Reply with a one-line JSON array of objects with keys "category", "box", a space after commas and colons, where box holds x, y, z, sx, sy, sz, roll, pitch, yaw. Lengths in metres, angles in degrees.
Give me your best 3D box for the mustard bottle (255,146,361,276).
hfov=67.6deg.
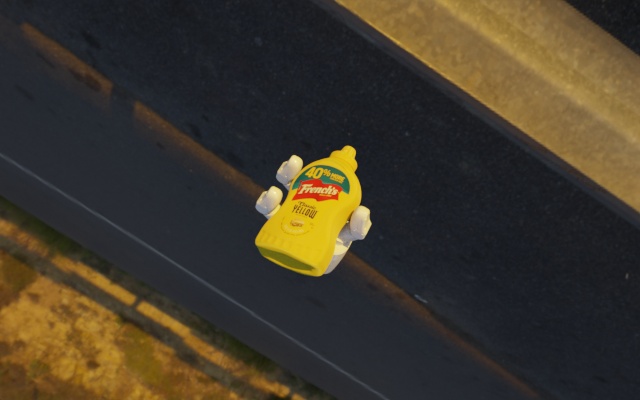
[{"category": "mustard bottle", "box": [0.000, 0.002, 0.635, 0.096, 0.191, 0.058, 16, -31, 26]}]
